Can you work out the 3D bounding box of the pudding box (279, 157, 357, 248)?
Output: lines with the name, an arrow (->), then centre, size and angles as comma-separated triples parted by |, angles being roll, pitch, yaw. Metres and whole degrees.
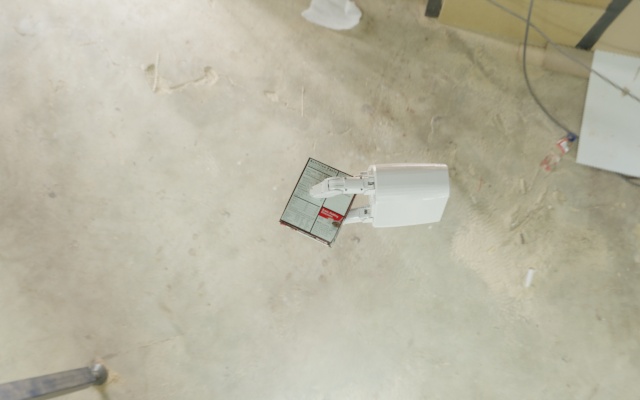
pudding box -> 0.000, 0.002, 0.730 | 0.090, 0.113, 0.039 | 24, -12, 6
